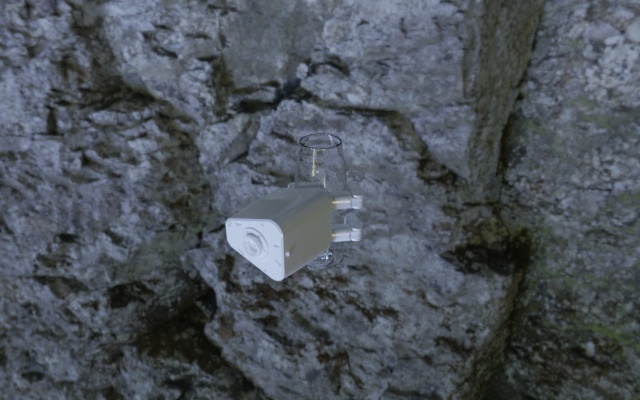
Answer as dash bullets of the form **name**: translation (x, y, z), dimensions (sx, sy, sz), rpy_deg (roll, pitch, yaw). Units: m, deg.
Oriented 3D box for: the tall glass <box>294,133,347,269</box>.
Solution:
- **tall glass**: translation (0.000, 0.003, 0.731), dimensions (0.079, 0.201, 0.079), rpy_deg (0, 27, 0)
